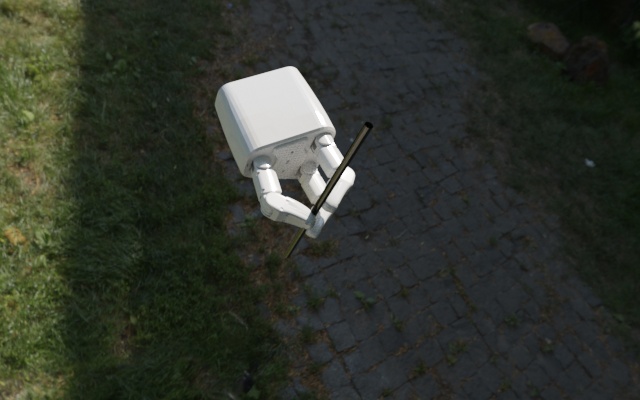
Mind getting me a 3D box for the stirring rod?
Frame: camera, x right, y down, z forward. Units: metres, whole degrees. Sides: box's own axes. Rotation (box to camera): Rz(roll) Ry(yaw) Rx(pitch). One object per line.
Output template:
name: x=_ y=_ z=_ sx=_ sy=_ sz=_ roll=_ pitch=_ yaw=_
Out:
stirring rod: x=0.000 y=0.002 z=0.501 sx=0.011 sy=0.011 sz=0.240 roll=0 pitch=-33 yaw=-24
